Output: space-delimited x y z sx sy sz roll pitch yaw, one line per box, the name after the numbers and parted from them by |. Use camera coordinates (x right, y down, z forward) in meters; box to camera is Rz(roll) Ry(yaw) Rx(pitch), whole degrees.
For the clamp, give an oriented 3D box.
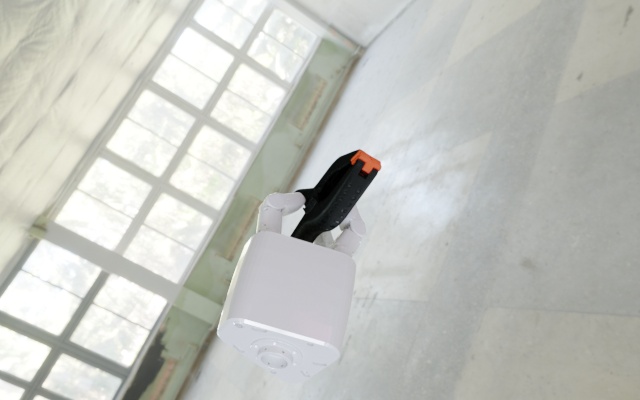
0.000 0.001 0.566 0.036 0.164 0.210 29 -49 -16 | clamp
